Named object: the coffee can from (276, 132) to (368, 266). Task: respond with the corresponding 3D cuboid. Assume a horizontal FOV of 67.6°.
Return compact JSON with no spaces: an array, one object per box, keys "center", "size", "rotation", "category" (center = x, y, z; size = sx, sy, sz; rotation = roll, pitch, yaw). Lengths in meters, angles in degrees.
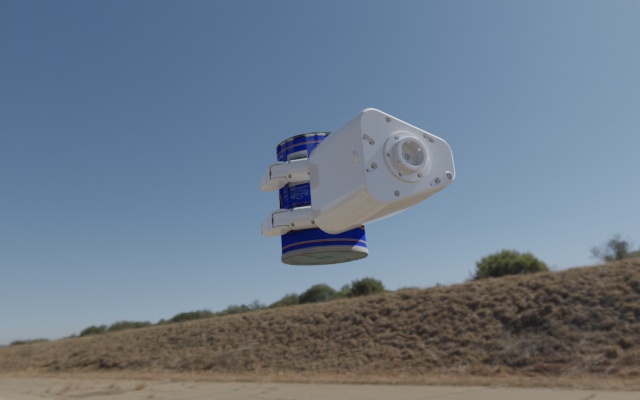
[{"center":[0.000,0.002,0.579],"size":[0.103,0.140,0.103],"rotation":[-4,-15,-1],"category":"coffee can"}]
